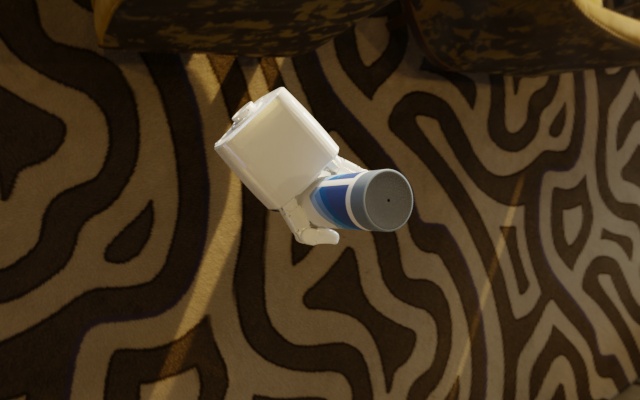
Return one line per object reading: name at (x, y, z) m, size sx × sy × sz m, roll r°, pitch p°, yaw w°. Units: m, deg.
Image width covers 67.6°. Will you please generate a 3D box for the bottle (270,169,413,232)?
bottle at (0.000, 0.002, 0.630) m, size 0.069 × 0.069 × 0.295 m, roll 0°, pitch -1°, yaw -29°
